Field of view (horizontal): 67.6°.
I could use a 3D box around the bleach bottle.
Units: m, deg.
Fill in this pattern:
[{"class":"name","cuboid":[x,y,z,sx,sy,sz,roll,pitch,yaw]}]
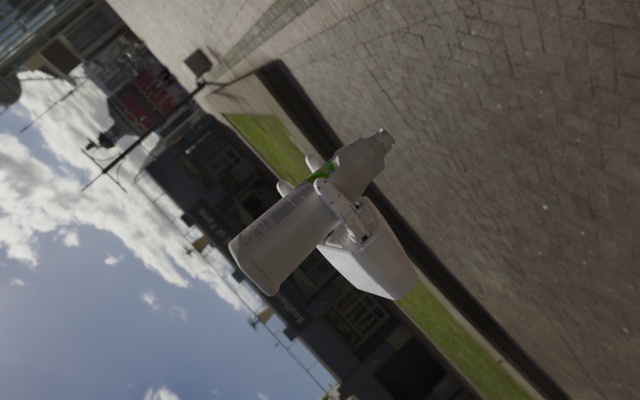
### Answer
[{"class":"bleach bottle","cuboid":[0.000,0.002,0.608,0.251,0.068,0.102,-43,25,-6]}]
